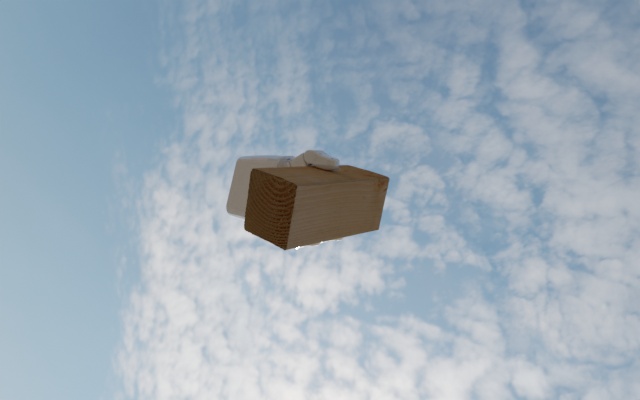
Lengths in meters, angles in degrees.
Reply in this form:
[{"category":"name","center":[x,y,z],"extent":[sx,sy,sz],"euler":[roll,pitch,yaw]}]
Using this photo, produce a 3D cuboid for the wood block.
[{"category":"wood block","center":[0.000,0.002,0.698],"extent":[0.090,0.091,0.206],"euler":[21,19,38]}]
